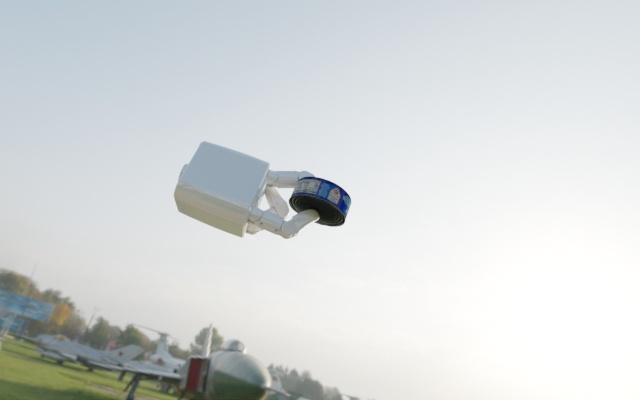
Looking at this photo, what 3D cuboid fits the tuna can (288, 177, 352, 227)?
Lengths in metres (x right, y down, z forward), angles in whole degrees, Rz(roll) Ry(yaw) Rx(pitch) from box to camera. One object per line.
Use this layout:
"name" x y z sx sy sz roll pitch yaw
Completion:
"tuna can" 0.000 0.002 0.680 0.086 0.033 0.086 18 -25 9
